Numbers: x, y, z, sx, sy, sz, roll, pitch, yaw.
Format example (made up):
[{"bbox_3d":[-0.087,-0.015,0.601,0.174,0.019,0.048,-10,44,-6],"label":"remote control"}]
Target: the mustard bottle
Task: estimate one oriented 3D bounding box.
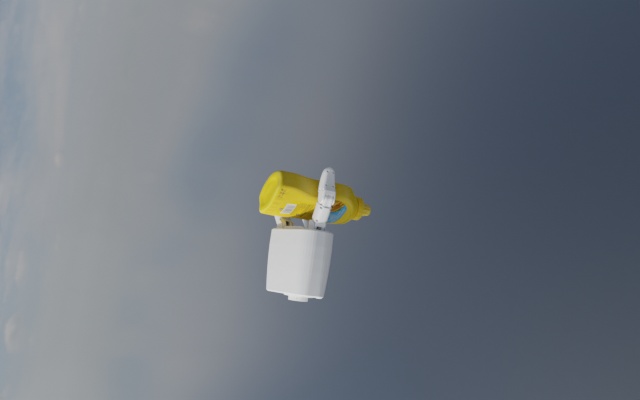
[{"bbox_3d":[0.000,0.002,0.809,0.191,0.058,0.096,11,-34,-24],"label":"mustard bottle"}]
